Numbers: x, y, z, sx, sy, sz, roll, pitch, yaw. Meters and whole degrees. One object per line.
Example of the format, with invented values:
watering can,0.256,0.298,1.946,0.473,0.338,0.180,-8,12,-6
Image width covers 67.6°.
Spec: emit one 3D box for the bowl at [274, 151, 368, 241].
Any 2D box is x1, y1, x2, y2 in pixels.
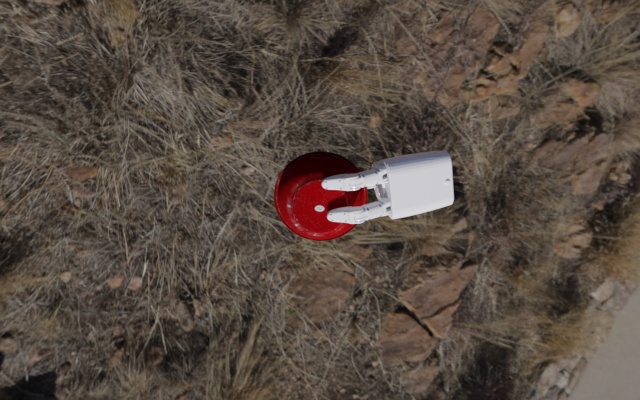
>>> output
bowl,-0.001,0.003,0.792,0.162,0.162,0.055,0,19,1
